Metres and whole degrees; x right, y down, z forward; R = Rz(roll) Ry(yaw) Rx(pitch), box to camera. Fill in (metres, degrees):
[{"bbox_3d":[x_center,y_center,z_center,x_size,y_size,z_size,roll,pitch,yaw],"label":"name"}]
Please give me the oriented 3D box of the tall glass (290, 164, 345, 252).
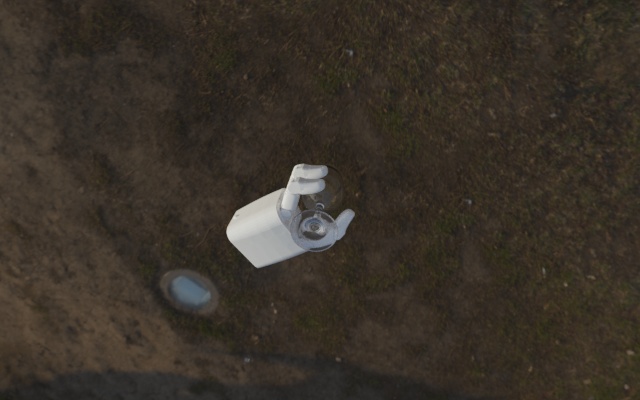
[{"bbox_3d":[0.000,0.003,0.816,0.079,0.079,0.201,0,27,7],"label":"tall glass"}]
